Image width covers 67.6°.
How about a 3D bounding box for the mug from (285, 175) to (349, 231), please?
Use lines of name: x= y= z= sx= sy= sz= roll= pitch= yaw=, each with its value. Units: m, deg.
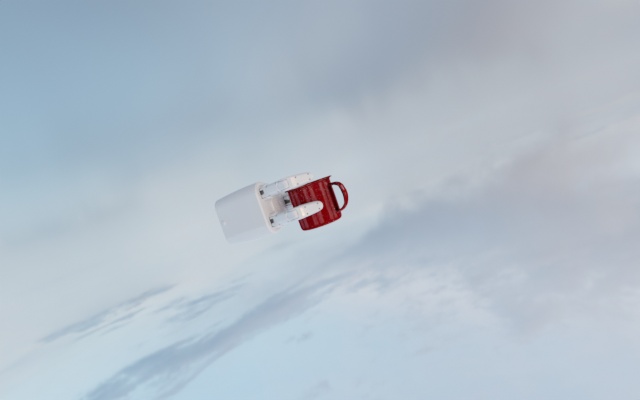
mug: x=0.001 y=0.003 z=0.882 sx=0.117 sy=0.081 sz=0.093 roll=-18 pitch=4 yaw=28
